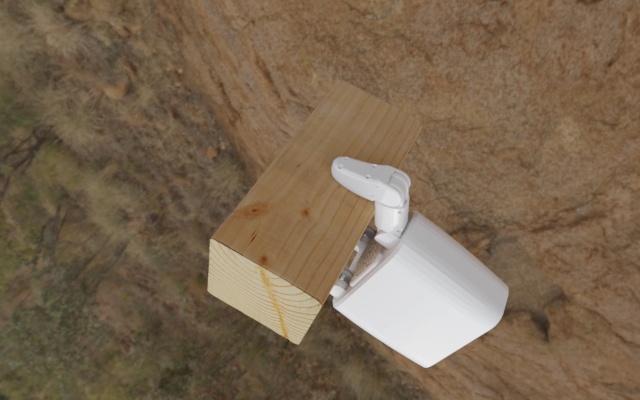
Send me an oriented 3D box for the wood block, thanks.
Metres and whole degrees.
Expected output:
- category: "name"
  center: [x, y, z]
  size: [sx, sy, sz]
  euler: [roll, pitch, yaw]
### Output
- category: "wood block"
  center: [0.000, 0.001, 0.412]
  size: [0.090, 0.206, 0.091]
  euler: [29, -36, 6]
